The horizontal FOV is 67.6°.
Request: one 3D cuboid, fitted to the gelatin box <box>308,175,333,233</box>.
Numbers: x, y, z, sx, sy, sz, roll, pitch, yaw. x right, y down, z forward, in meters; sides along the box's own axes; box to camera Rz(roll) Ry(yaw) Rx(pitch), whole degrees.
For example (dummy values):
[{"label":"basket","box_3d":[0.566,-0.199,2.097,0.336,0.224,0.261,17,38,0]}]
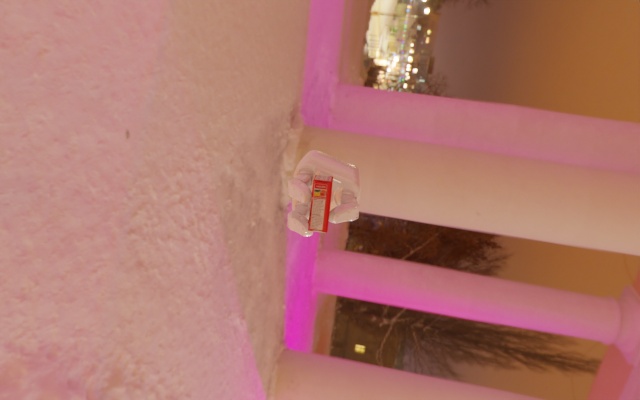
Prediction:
[{"label":"gelatin box","box_3d":[0.001,0.002,0.702,0.030,0.073,0.089,7,8,0]}]
